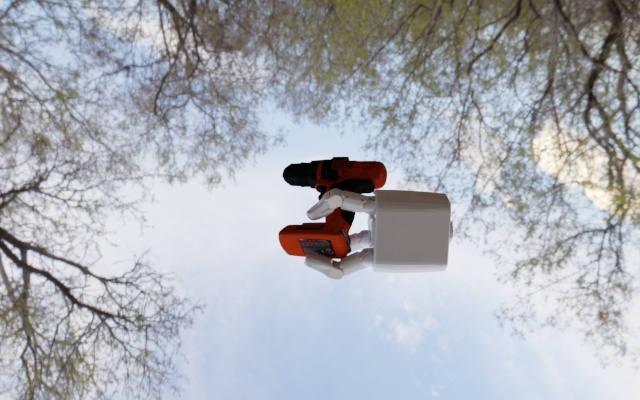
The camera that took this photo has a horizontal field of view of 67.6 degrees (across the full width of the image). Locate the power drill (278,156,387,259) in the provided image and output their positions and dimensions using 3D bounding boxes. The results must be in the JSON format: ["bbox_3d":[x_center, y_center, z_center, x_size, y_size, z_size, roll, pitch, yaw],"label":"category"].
[{"bbox_3d":[0.000,0.003,0.755,0.184,0.187,0.057,0,-45,24],"label":"power drill"}]
